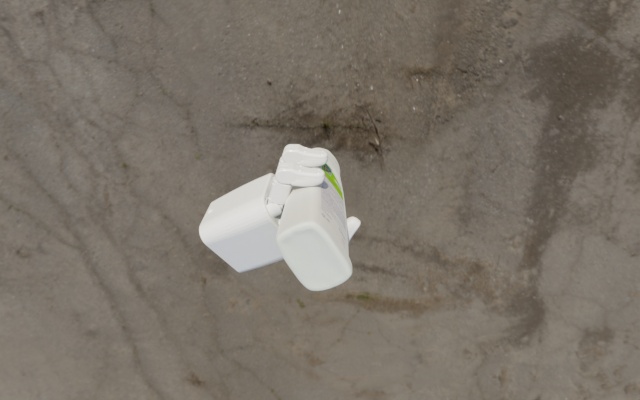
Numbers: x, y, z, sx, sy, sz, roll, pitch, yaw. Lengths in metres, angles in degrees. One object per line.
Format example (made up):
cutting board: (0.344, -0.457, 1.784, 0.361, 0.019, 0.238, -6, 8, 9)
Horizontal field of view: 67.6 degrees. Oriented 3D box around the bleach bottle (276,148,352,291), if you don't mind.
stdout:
bleach bottle: (0.000, 0.002, 0.654, 0.068, 0.103, 0.250, -24, 26, 18)
